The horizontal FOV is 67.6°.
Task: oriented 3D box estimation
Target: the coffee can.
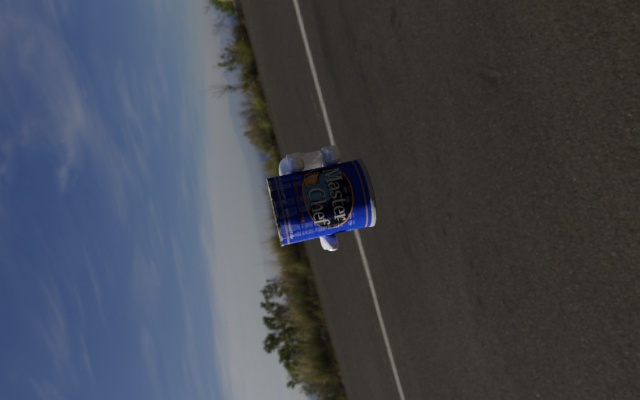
[{"bbox_3d":[0.000,0.002,0.701,0.140,0.103,0.103,-12,1,-6],"label":"coffee can"}]
